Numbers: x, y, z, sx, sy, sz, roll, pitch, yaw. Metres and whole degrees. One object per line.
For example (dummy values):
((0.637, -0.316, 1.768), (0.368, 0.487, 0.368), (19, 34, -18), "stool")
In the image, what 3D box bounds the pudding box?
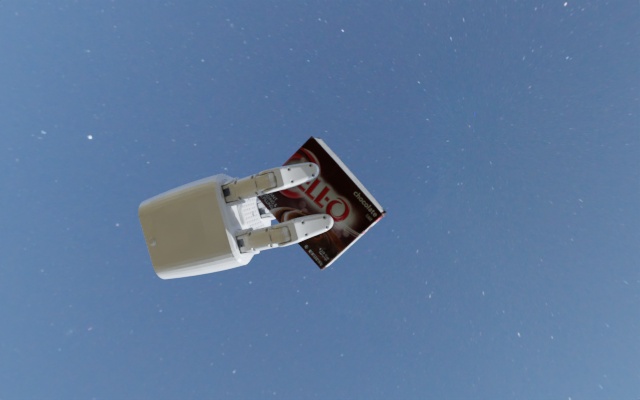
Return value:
((0.000, 0.002, 0.510), (0.090, 0.113, 0.039), (-44, -6, 16), "pudding box")
